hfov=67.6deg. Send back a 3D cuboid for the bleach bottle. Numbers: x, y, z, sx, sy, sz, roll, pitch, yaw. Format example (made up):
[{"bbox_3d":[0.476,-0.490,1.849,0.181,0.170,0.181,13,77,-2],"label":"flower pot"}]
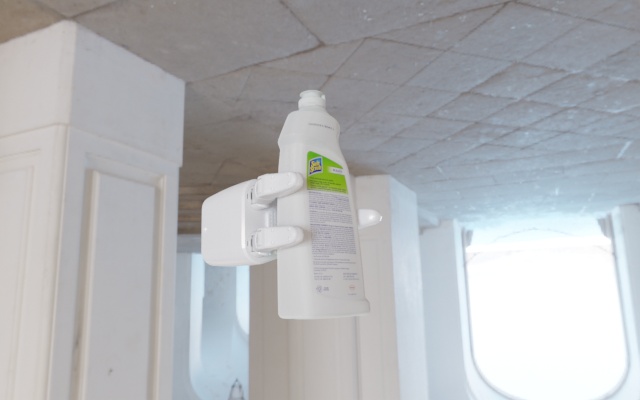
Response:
[{"bbox_3d":[0.000,0.002,0.535,0.102,0.250,0.068,8,-14,-41],"label":"bleach bottle"}]
